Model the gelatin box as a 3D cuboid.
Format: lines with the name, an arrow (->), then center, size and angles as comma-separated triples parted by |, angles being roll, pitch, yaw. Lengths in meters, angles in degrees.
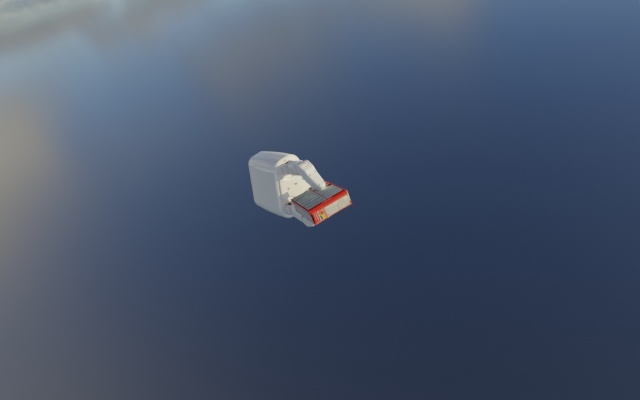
gelatin box -> 0.000, 0.002, 0.807 | 0.073, 0.030, 0.089 | -30, 23, -15
